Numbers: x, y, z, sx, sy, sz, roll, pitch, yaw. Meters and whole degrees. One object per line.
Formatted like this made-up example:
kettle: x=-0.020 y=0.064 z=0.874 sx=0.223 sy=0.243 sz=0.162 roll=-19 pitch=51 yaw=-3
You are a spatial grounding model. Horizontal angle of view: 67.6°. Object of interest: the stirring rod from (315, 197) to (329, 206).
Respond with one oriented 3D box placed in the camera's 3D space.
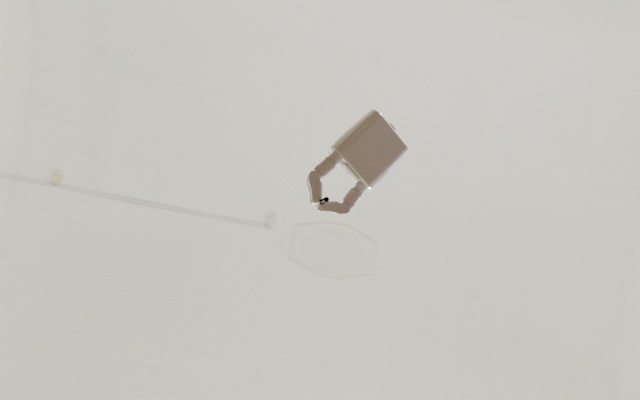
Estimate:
stirring rod: x=0.000 y=0.003 z=0.865 sx=0.011 sy=0.011 sz=0.239 roll=0 pitch=-2 yaw=-4
